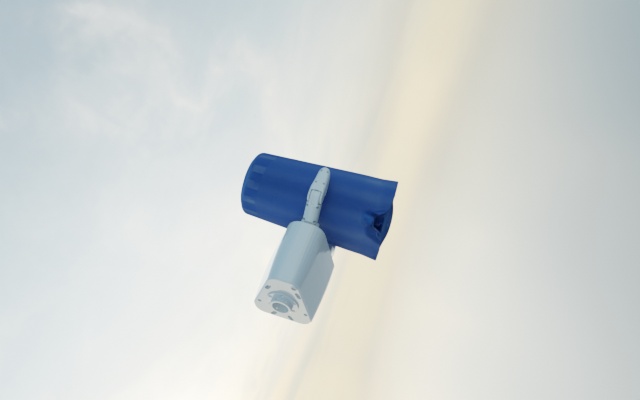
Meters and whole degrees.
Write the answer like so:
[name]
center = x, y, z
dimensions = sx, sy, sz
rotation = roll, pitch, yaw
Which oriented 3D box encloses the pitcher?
[pitcher]
center = 0.000, 0.003, 0.797
dimensions = 0.243, 0.145, 0.149
rotation = 16, -40, 7
